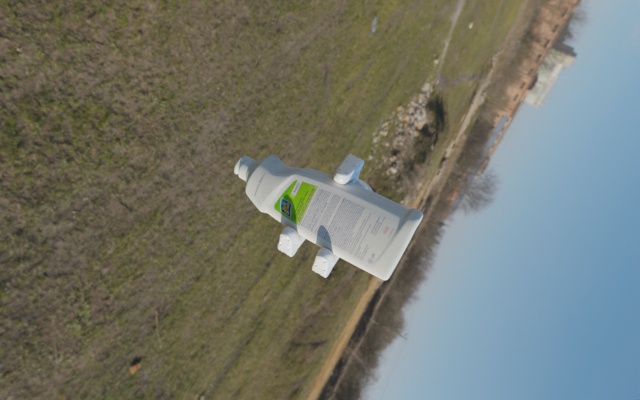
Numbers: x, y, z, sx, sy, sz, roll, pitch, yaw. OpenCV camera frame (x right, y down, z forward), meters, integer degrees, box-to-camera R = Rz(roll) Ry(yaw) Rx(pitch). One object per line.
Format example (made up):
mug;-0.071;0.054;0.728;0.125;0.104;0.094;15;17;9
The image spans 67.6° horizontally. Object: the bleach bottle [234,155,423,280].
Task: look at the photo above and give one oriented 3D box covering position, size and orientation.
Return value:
bleach bottle;0.000;0.002;0.632;0.251;0.102;0.068;29;8;12
